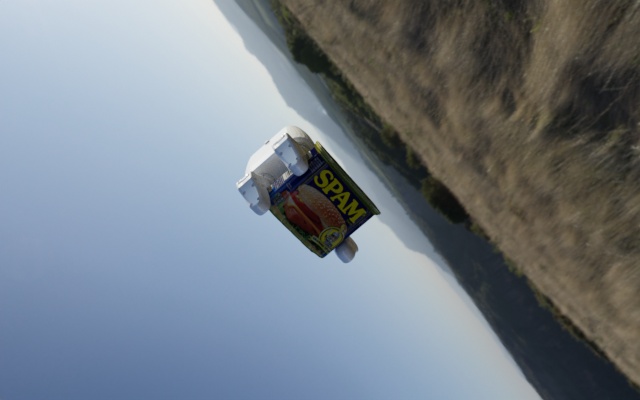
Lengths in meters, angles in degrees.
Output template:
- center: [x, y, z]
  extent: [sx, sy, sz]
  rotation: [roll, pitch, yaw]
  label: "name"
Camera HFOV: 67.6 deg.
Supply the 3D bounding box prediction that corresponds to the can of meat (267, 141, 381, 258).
- center: [0.000, 0.002, 0.517]
  extent: [0.084, 0.102, 0.057]
  rotation: [-41, 22, 6]
  label: "can of meat"
